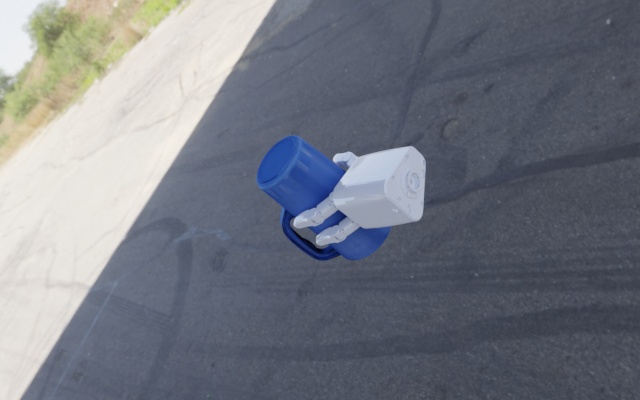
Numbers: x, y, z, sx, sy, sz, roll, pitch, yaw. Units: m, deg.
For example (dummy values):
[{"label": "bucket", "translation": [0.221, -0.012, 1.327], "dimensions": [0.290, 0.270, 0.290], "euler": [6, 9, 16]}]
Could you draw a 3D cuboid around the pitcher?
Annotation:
[{"label": "pitcher", "translation": [0.000, 0.003, 0.849], "dimensions": [0.243, 0.149, 0.145], "euler": [37, -27, -32]}]
